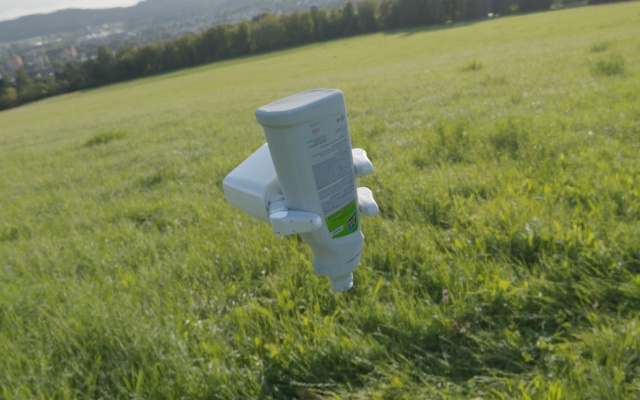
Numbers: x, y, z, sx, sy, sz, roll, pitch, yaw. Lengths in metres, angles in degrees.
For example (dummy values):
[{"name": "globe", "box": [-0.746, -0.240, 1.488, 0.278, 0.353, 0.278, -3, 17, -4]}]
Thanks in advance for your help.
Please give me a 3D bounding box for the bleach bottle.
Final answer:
[{"name": "bleach bottle", "box": [0.000, 0.002, 0.571, 0.102, 0.251, 0.068, -29, 29, -35]}]
